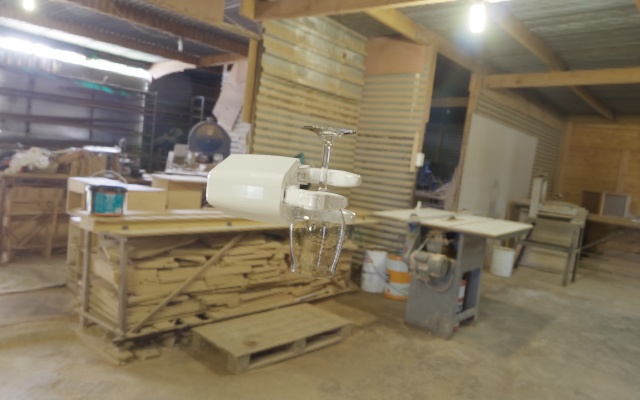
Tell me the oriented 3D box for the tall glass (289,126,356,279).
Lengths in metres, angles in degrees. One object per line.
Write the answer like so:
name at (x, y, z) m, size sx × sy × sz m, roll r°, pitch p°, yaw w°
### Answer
tall glass at (0.000, 0.001, 0.657) m, size 0.079 × 0.201 × 0.079 m, roll 6°, pitch 5°, yaw -1°
